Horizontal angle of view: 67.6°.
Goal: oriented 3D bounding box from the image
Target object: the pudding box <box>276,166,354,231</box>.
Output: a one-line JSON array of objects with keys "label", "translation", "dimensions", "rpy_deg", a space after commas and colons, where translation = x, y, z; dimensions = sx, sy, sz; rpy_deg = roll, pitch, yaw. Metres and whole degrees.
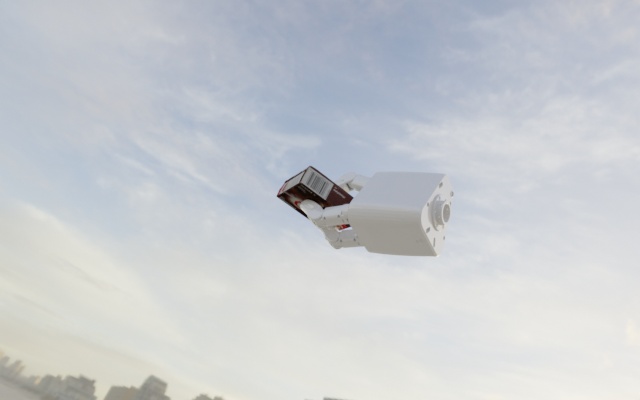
[{"label": "pudding box", "translation": [0.000, 0.002, 0.737], "dimensions": [0.113, 0.039, 0.090], "rpy_deg": [38, -29, -15]}]
